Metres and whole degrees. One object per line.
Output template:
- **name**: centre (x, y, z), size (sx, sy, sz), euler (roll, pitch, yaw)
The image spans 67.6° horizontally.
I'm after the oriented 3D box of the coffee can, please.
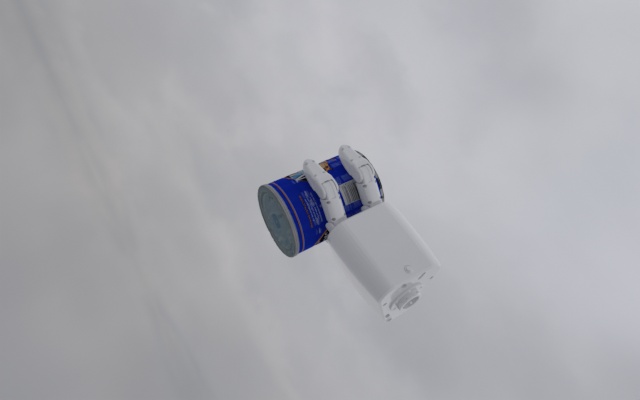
- **coffee can**: centre (0.000, 0.002, 0.649), size (0.140, 0.103, 0.103), euler (-24, 9, -22)
